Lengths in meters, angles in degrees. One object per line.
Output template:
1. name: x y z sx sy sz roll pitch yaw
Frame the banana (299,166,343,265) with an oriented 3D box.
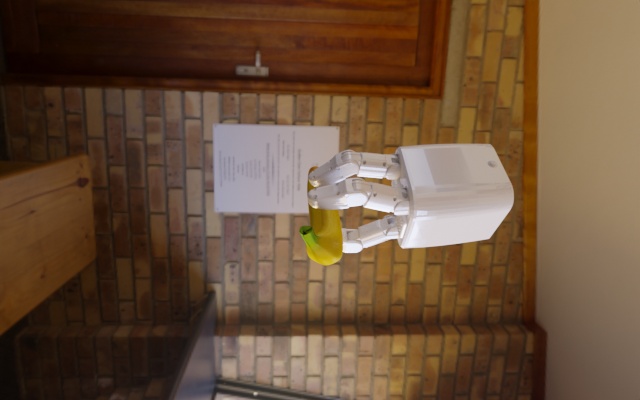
1. banana: 0.003 0.020 0.531 0.037 0.070 0.197 -9 20 3
